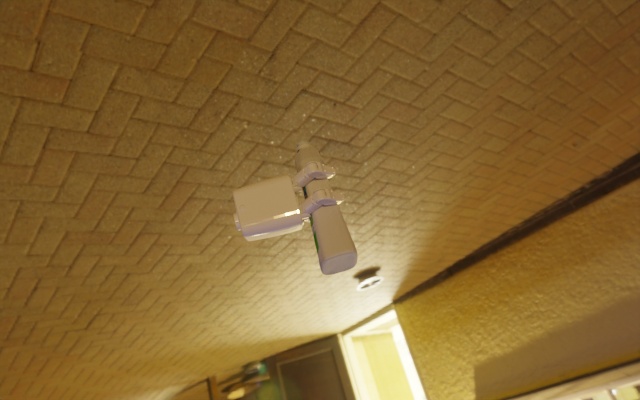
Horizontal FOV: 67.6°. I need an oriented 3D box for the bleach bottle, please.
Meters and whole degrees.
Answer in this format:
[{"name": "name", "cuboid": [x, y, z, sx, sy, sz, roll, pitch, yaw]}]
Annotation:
[{"name": "bleach bottle", "cuboid": [0.000, 0.003, 0.879, 0.068, 0.250, 0.103, -15, -26, -6]}]
